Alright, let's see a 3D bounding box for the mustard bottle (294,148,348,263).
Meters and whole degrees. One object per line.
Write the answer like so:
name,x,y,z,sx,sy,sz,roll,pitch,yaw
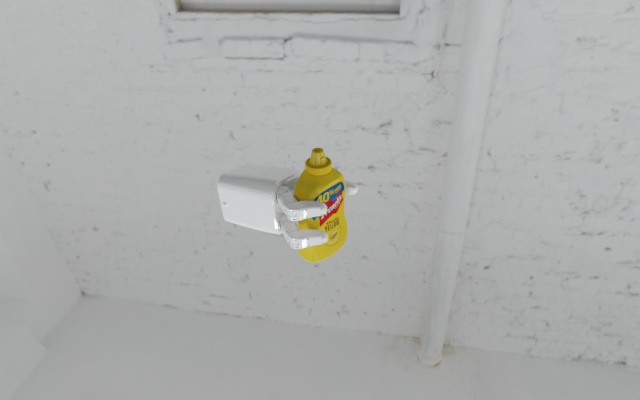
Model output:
mustard bottle,0.000,0.003,0.769,0.096,0.192,0.058,-31,43,-33
